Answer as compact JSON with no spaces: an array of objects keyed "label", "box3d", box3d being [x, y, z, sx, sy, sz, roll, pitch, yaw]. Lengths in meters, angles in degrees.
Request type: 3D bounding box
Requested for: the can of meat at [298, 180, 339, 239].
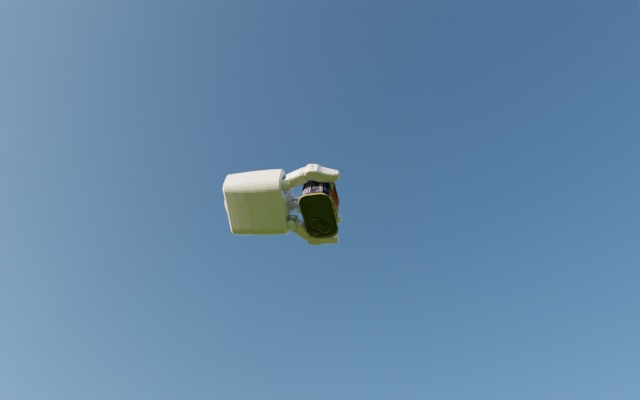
[{"label":"can of meat","box3d":[0.000,0.003,0.861,0.057,0.102,0.084,-6,38,11]}]
